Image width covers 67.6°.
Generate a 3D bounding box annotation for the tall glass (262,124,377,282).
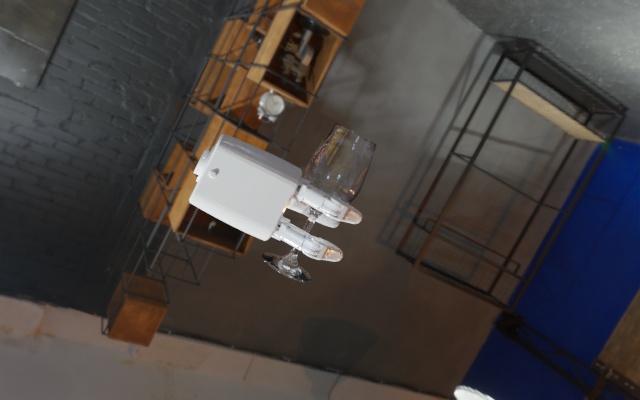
[{"bbox_3d":[0.000,0.003,0.629,0.079,0.201,0.079,28,6,-3],"label":"tall glass"}]
